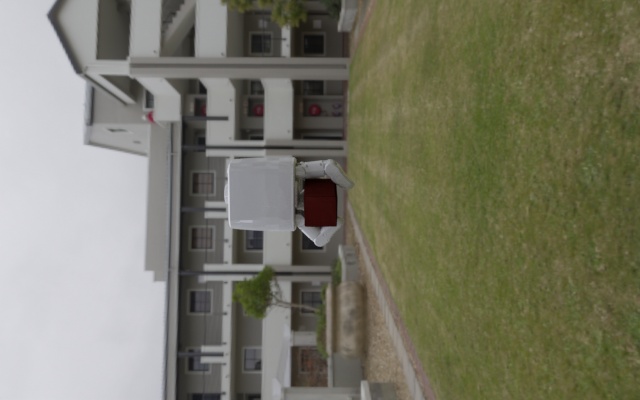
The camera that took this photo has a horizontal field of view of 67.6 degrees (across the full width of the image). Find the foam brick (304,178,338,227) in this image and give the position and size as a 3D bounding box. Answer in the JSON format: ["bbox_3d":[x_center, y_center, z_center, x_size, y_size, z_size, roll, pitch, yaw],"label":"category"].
[{"bbox_3d":[0.000,0.002,0.754,0.051,0.053,0.078,0,23,0],"label":"foam brick"}]
